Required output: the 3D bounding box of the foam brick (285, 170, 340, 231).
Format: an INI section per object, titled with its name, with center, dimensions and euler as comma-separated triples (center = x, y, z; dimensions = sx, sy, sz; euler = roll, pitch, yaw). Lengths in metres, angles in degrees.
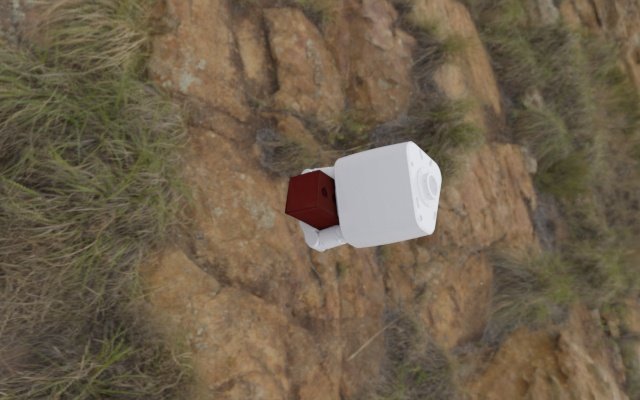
[foam brick]
center = 0.000, 0.002, 0.622
dimensions = 0.051, 0.053, 0.078
euler = -13, -28, 36
